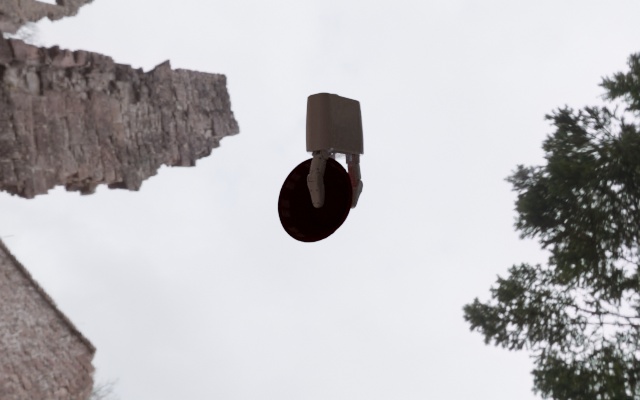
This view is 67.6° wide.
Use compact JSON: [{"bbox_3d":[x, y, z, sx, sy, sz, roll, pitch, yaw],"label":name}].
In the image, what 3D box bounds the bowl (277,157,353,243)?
[{"bbox_3d":[0.000,0.004,0.880,0.162,0.162,0.055,0,-14,34],"label":"bowl"}]
